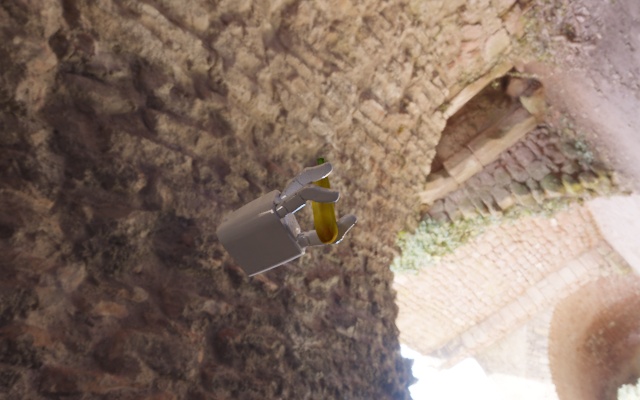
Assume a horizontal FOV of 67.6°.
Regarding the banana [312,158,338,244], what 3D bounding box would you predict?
[{"bbox_3d":[0.004,0.014,0.786,0.037,0.070,0.197,-12,41,4],"label":"banana"}]
